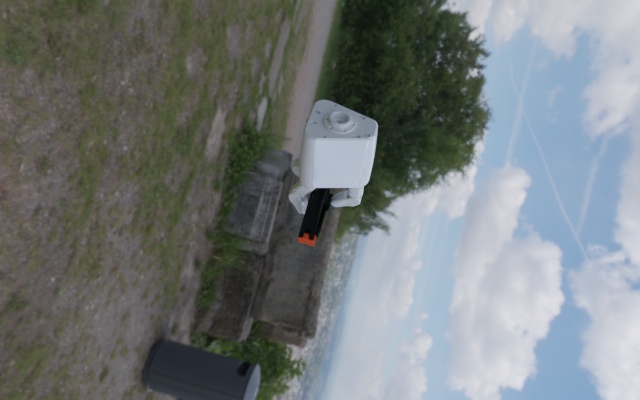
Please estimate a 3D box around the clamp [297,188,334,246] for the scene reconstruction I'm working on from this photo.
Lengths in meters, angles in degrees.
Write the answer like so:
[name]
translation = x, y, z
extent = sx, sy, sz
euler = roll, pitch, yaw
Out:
[clamp]
translation = 0.001, 0.003, 0.846
extent = 0.036, 0.209, 0.165
euler = 13, -38, 6
